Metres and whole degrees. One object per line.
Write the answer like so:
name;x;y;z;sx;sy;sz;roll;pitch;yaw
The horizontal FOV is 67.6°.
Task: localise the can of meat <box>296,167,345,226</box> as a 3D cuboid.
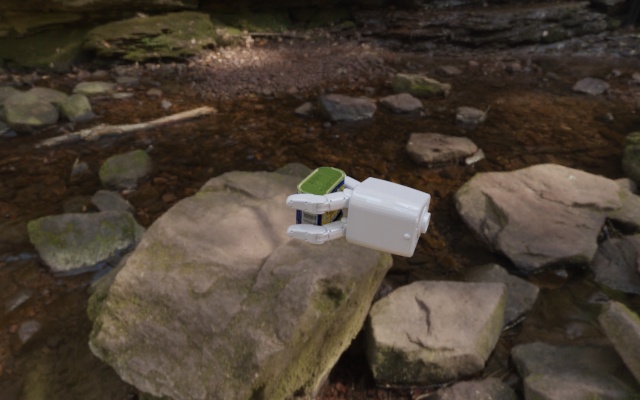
can of meat;0.000;0.002;0.780;0.057;0.084;0.102;18;36;21
